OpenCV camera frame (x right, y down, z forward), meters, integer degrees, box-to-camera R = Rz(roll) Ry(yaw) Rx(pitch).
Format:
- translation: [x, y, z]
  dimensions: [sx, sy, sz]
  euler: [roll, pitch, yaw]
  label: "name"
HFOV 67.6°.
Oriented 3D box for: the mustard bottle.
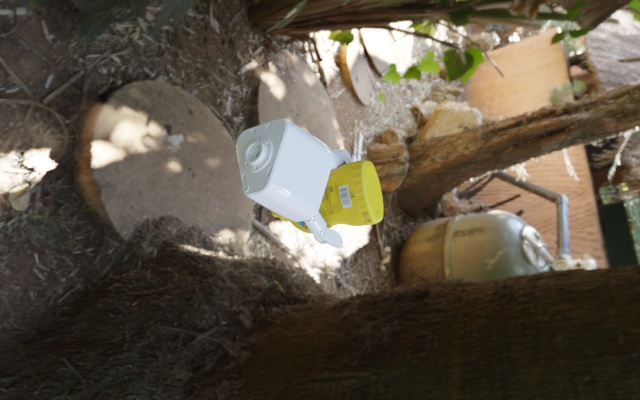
- translation: [0.001, 0.002, 0.751]
  dimensions: [0.191, 0.096, 0.058]
  euler: [-12, -1, 33]
  label: "mustard bottle"
